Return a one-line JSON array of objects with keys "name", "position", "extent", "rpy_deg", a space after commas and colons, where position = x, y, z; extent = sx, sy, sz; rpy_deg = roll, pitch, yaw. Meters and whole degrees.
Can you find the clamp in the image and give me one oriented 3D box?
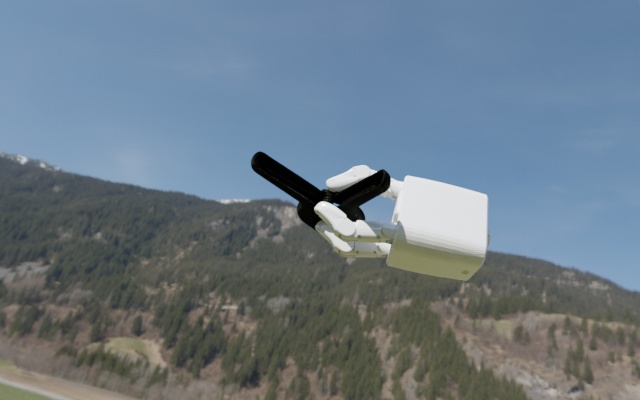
[{"name": "clamp", "position": [0.001, 0.002, 0.623], "extent": [0.164, 0.036, 0.210], "rpy_deg": [13, -24, 7]}]
